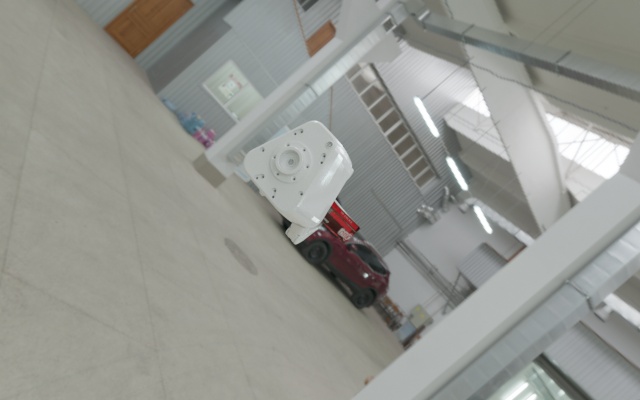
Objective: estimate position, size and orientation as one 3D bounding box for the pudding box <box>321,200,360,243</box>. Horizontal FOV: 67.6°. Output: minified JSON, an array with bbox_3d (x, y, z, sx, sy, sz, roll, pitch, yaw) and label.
[{"bbox_3d":[0.000,0.002,0.710,0.090,0.039,0.113,46,3,-46],"label":"pudding box"}]
